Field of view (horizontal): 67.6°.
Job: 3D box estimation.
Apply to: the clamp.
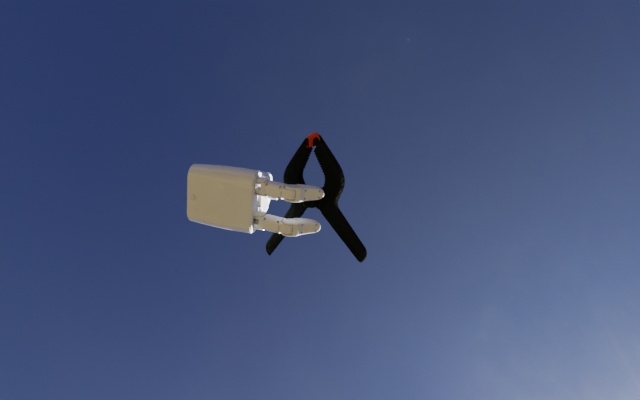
[{"bbox_3d":[0.000,0.002,0.740,0.164,0.210,0.036,9,20,8],"label":"clamp"}]
